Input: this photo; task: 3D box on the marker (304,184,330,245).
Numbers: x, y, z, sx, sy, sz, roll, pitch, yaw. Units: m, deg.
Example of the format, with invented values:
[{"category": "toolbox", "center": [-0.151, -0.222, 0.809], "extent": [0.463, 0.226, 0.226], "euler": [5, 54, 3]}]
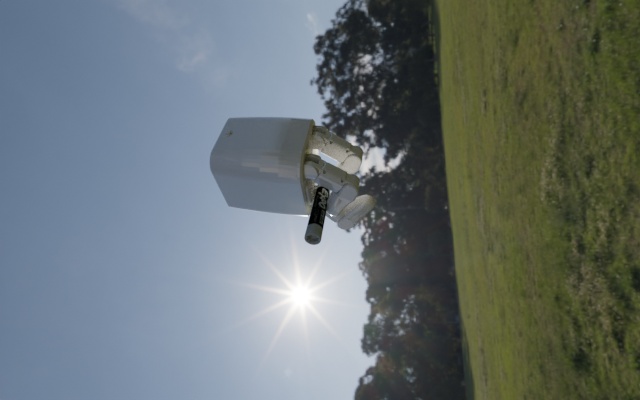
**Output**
[{"category": "marker", "center": [0.000, 0.002, 0.561], "extent": [0.020, 0.020, 0.121], "euler": [0, 42, 11]}]
